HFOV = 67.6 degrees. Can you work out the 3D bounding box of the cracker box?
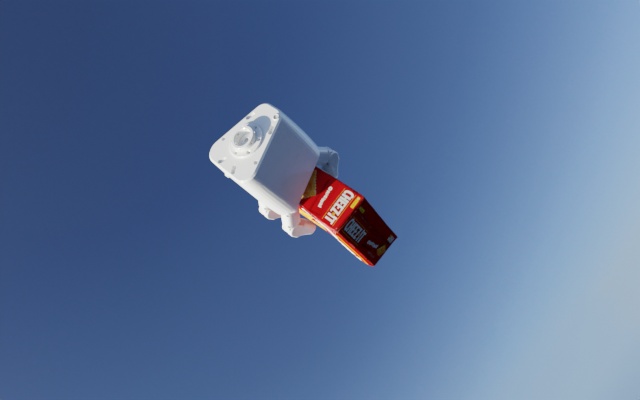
[{"bbox_3d":[0.000,0.002,0.756,0.213,0.072,0.164,35,-4,35],"label":"cracker box"}]
